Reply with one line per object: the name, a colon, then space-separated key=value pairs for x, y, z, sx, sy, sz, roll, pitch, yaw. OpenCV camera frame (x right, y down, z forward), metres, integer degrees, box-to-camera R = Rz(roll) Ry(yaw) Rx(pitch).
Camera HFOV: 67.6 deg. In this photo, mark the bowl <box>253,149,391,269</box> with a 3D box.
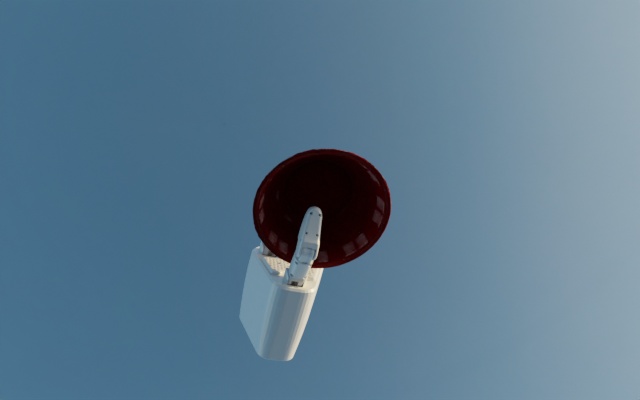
bowl: x=0.001 y=0.001 z=0.575 sx=0.162 sy=0.162 sz=0.055 roll=0 pitch=30 yaw=-7
